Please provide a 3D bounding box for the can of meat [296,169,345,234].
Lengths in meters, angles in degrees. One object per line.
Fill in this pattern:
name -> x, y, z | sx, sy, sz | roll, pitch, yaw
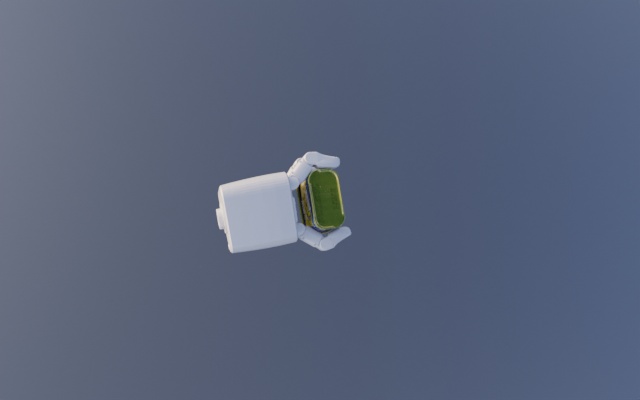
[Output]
can of meat -> 0.000, 0.003, 0.786 | 0.057, 0.102, 0.084 | -8, -5, -15
